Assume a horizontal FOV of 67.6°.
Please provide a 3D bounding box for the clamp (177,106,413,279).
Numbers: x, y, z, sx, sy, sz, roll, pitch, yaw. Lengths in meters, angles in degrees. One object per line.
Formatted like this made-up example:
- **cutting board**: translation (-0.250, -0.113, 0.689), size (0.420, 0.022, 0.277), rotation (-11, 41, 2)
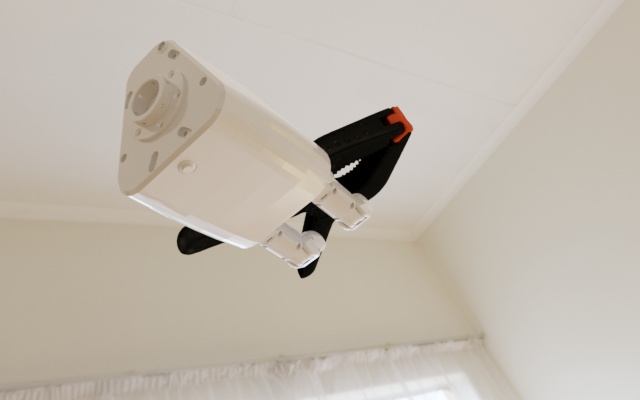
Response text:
- **clamp**: translation (0.000, 0.000, 0.429), size (0.210, 0.036, 0.165), rotation (-38, -35, 16)
